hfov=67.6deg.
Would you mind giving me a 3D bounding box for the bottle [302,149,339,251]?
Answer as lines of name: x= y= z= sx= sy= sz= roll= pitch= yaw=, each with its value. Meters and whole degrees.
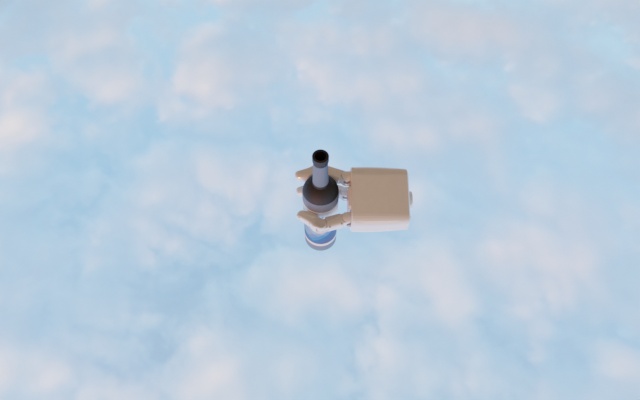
bottle: x=0.000 y=0.003 z=0.888 sx=0.069 sy=0.069 sz=0.296 roll=0 pitch=-30 yaw=0
